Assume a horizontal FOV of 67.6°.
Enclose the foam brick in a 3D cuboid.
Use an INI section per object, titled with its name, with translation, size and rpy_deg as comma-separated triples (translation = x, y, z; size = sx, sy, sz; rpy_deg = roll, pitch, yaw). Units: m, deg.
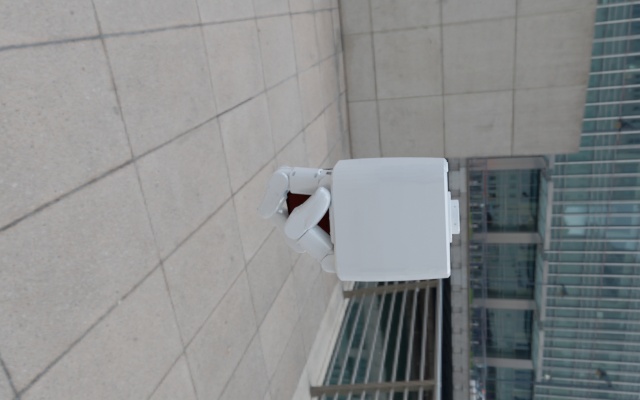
[foam brick]
translation = 0.000, 0.002, 0.521
size = 0.051, 0.053, 0.078
rpy_deg = -3, 22, 16
